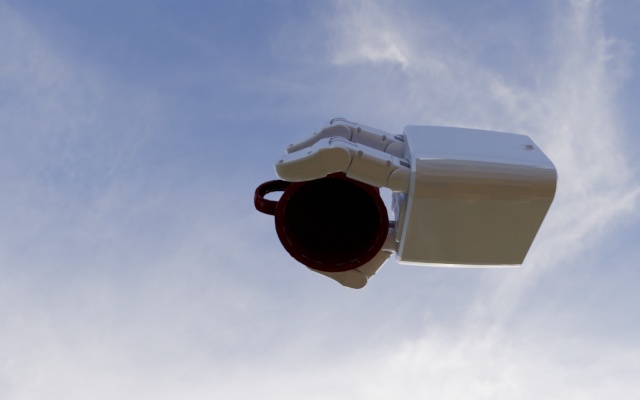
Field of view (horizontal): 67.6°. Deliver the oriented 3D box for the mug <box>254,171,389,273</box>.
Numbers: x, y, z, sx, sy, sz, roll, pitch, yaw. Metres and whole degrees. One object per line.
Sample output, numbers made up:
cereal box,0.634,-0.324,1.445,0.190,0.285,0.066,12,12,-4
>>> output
mug,-0.001,0.001,0.422,0.117,0.093,0.081,5,26,3
